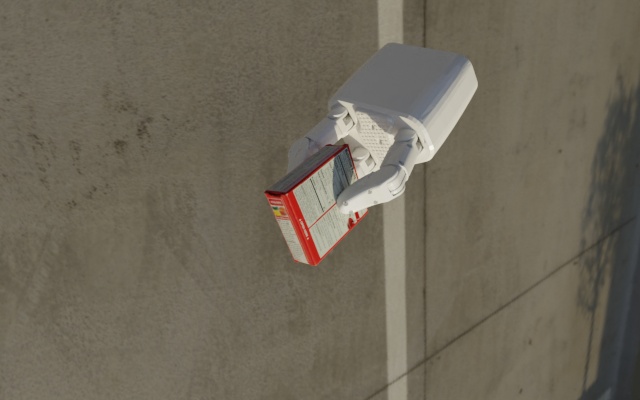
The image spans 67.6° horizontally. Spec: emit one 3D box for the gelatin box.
[{"bbox_3d":[0.000,0.002,0.422,0.030,0.073,0.089,5,36,42],"label":"gelatin box"}]
